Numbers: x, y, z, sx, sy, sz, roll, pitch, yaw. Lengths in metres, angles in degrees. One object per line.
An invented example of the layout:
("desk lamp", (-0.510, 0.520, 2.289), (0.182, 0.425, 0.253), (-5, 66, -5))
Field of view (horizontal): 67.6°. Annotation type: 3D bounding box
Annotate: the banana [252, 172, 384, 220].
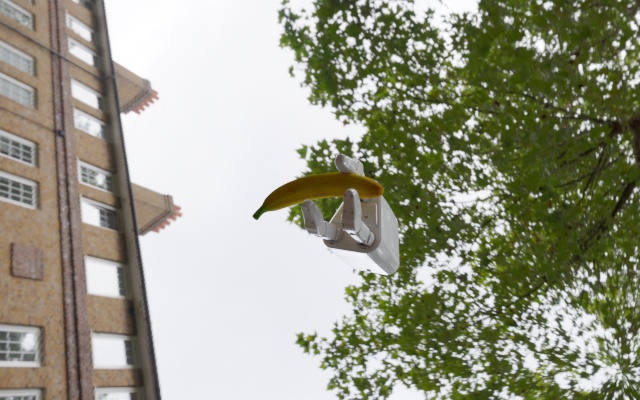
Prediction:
("banana", (-0.003, -0.011, 0.710), (0.198, 0.069, 0.037), (-13, -44, 15))
